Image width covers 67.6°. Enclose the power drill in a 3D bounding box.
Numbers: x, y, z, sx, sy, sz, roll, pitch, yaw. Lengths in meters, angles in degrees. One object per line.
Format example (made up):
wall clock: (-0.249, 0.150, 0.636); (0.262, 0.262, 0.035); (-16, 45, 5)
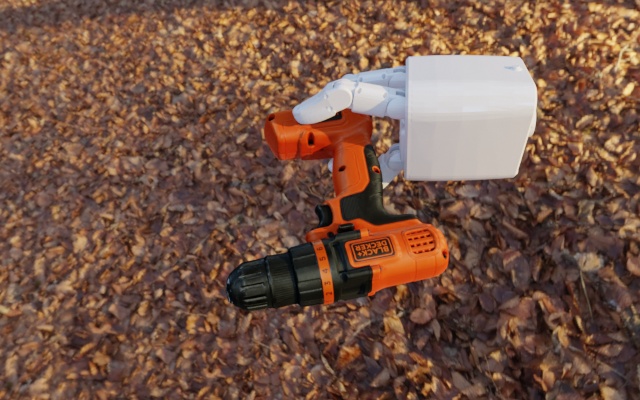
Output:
power drill: (0.000, 0.001, 0.429); (0.184, 0.187, 0.057); (-9, -31, -9)
